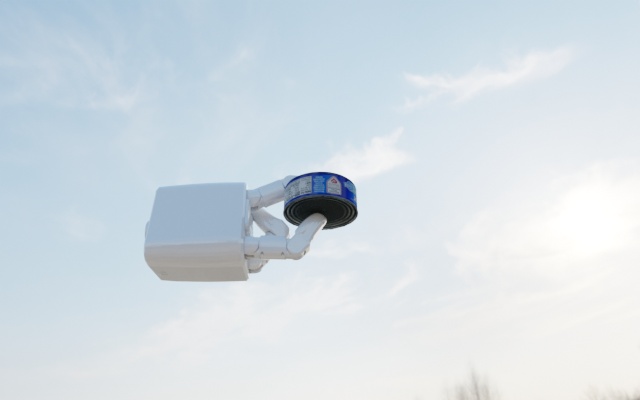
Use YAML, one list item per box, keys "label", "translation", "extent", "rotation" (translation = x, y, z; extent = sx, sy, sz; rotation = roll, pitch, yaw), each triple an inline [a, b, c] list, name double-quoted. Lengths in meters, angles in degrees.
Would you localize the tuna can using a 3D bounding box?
- label: "tuna can"
  translation: [0.000, 0.001, 0.552]
  extent: [0.086, 0.033, 0.086]
  rotation: [0, -28, 0]
